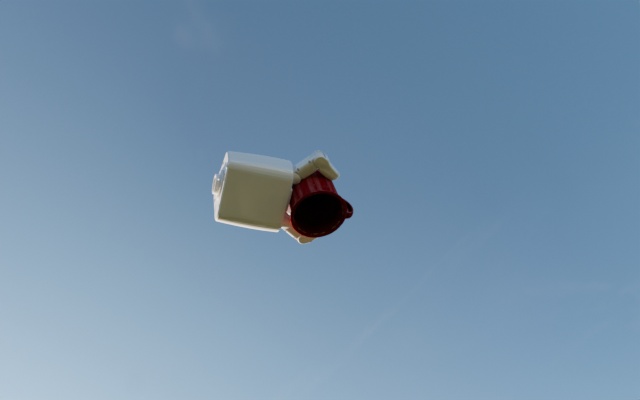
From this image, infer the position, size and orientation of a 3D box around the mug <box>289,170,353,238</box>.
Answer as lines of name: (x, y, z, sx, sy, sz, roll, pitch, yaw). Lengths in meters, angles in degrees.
mug: (0.001, 0.003, 0.794, 0.117, 0.093, 0.081, 10, 31, -21)
